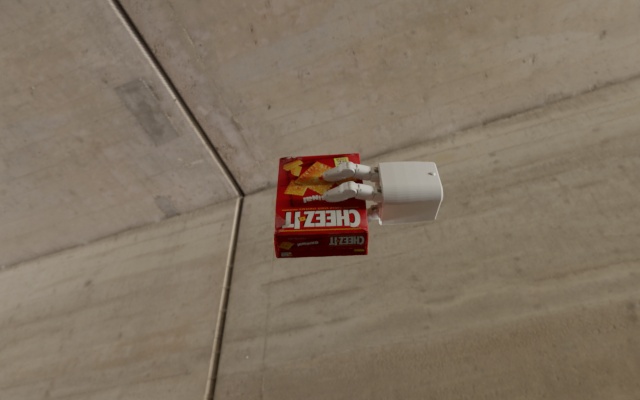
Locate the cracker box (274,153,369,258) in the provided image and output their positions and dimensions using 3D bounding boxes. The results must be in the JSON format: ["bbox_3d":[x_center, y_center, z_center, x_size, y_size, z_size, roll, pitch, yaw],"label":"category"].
[{"bbox_3d":[0.000,0.003,0.894,0.164,0.072,0.213,-3,43,1],"label":"cracker box"}]
